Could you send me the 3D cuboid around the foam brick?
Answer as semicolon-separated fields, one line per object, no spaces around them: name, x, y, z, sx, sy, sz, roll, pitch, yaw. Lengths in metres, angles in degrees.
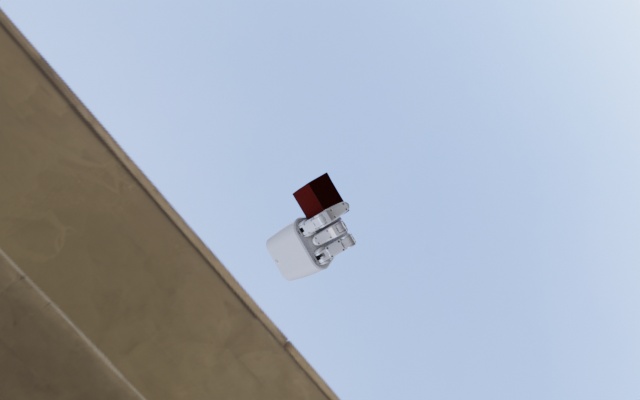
foam brick;0.000;0.002;0.815;0.053;0.078;0.051;-29;-1;-42
